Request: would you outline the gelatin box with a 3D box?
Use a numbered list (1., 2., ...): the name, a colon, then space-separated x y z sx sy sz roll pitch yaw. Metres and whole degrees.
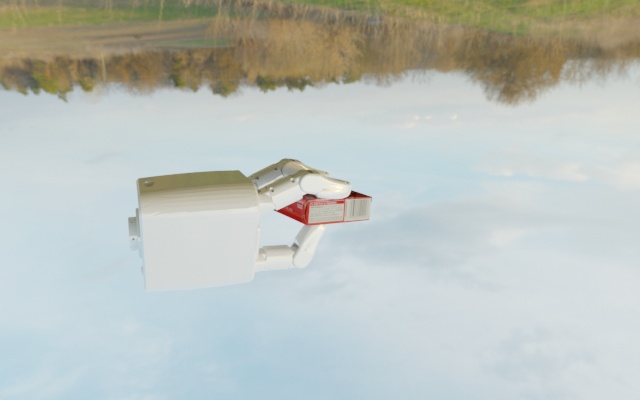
1. gelatin box: 0.000 0.002 0.528 0.089 0.030 0.073 -3 15 -35
